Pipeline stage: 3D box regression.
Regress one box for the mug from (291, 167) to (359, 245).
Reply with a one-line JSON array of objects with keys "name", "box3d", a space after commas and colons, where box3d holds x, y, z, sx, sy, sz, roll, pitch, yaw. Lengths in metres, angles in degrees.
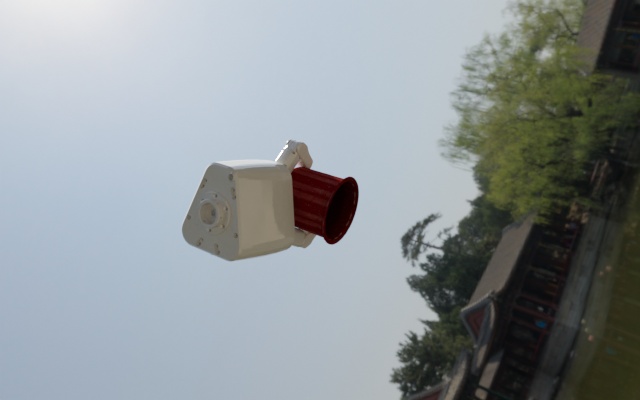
[{"name": "mug", "box3d": [0.001, 0.002, 0.653, 0.081, 0.093, 0.117, 19, 11, 27]}]
